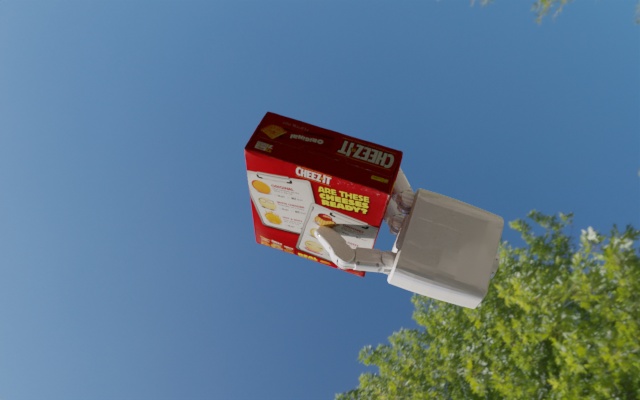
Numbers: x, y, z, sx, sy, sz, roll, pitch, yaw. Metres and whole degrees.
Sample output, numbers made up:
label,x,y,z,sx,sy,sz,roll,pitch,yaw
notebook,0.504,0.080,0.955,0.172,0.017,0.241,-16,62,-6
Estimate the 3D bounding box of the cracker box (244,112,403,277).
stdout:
label,x,y,z,sx,sy,sz,roll,pitch,yaw
cracker box,0.000,0.002,0.598,0.164,0.072,0.214,17,-32,8
